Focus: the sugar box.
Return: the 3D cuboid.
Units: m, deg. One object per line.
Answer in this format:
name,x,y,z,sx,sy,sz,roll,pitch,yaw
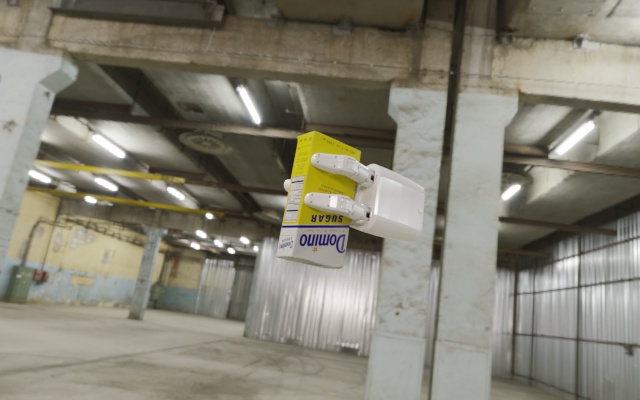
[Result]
sugar box,0.001,0.002,0.668,0.093,0.176,0.048,18,-17,-37
